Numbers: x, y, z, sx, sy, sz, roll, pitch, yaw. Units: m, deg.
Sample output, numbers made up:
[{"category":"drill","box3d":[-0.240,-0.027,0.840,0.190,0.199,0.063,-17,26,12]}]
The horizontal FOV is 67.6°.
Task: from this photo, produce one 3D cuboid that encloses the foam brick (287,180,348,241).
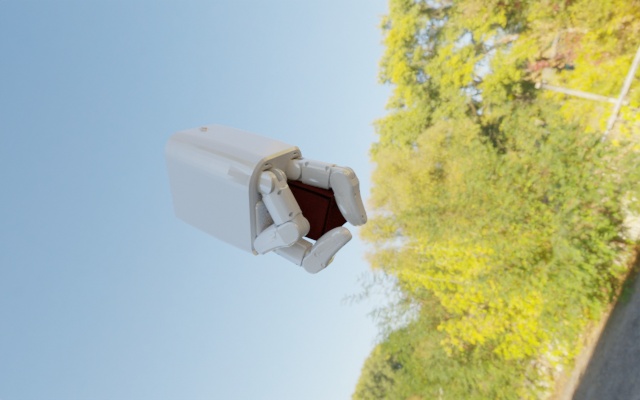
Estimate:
[{"category":"foam brick","box3d":[0.000,0.002,0.506,0.051,0.053,0.078,19,23,20]}]
